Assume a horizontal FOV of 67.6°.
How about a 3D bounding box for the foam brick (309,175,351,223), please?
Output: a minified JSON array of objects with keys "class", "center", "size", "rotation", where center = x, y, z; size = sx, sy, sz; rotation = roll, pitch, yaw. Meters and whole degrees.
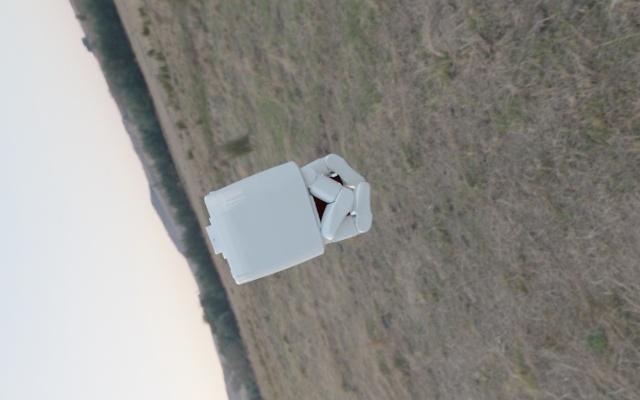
[{"class":"foam brick","center":[0.000,0.002,0.609],"size":[0.051,0.053,0.078],"rotation":[-22,2,-13]}]
